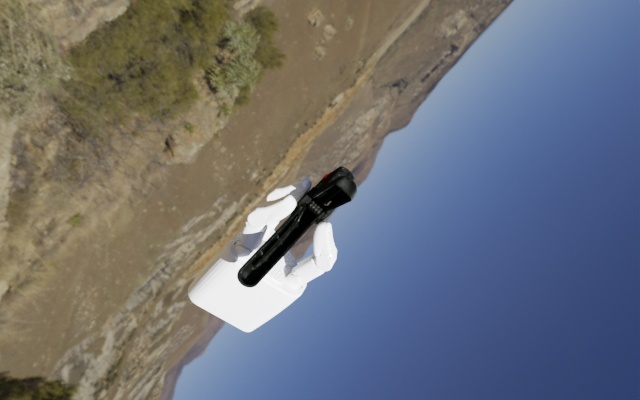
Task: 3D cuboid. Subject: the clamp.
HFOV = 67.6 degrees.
[{"bbox_3d":[0.001,0.002,0.546,0.165,0.036,0.210,-41,5,30],"label":"clamp"}]
